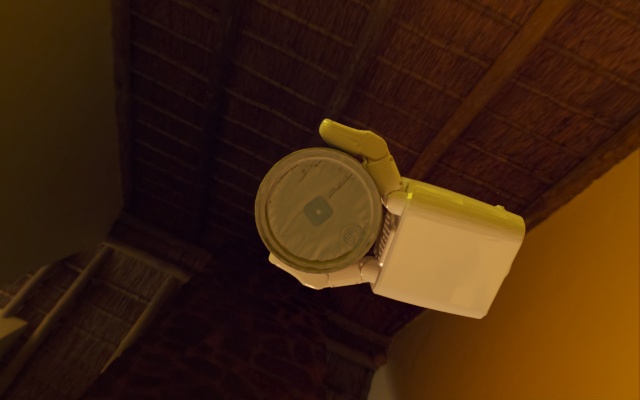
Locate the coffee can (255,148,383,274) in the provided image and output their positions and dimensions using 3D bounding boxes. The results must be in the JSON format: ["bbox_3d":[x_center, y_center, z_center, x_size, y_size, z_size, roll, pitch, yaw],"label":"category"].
[{"bbox_3d":[0.000,0.002,0.450,0.103,0.103,0.140,0,7,1],"label":"coffee can"}]
